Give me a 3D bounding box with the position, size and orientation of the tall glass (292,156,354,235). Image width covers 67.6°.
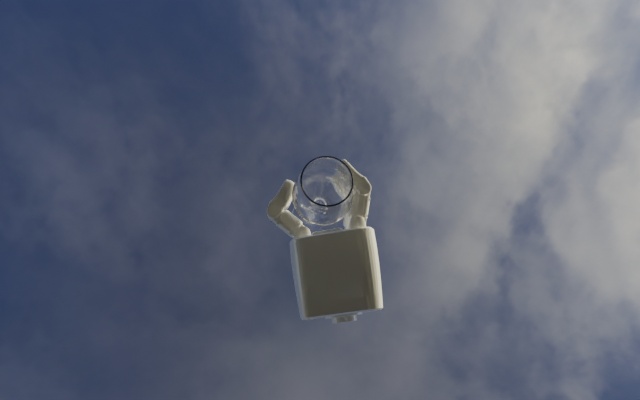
[{"bbox_3d":[0.000,0.002,0.644,0.079,0.079,0.201,0,-15,-4],"label":"tall glass"}]
